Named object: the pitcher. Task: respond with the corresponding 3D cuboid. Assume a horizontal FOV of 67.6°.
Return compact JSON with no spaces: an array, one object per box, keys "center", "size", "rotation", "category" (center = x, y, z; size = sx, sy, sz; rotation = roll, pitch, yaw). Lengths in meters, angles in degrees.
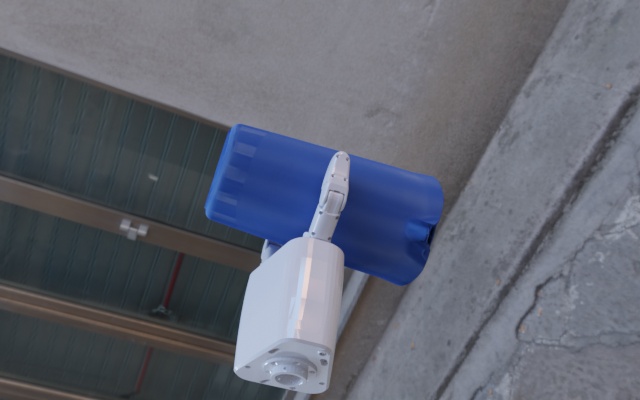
[{"center":[0.000,0.002,0.545],"size":[0.243,0.145,0.149],"rotation":[18,-44,-12],"category":"pitcher"}]
